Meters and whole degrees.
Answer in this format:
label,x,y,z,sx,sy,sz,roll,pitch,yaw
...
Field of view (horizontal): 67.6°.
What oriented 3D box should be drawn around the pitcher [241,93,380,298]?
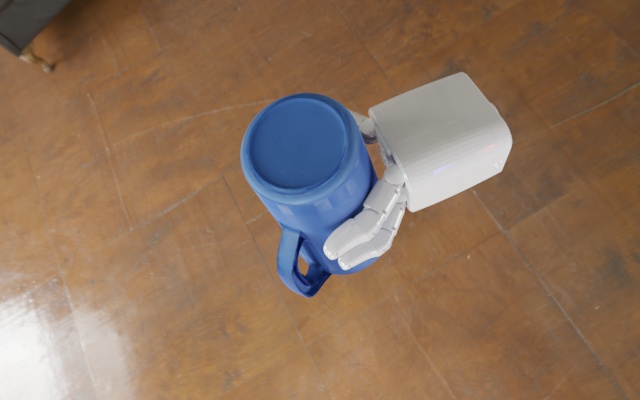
label,x,y,z,sx,sy,sz,roll,pitch,yaw
pitcher,0.000,0.002,0.513,0.145,0.149,0.243,-23,-23,4
